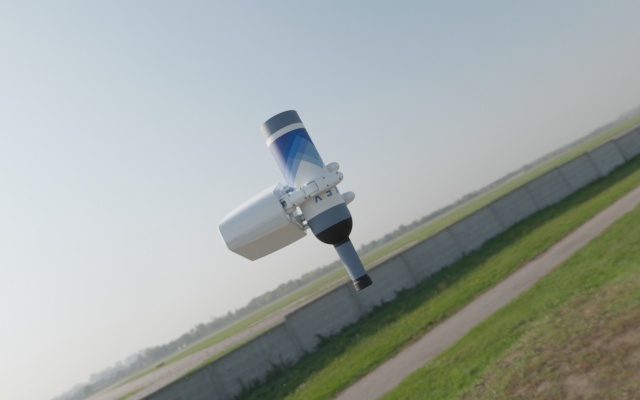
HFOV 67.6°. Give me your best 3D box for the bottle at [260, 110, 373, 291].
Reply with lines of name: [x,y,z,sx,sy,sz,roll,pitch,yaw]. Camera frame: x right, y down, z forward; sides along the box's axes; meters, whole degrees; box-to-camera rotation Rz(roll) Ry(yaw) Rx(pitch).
bottle: [0.000,0.002,0.742,0.069,0.295,0.069,-27,-7,-4]
